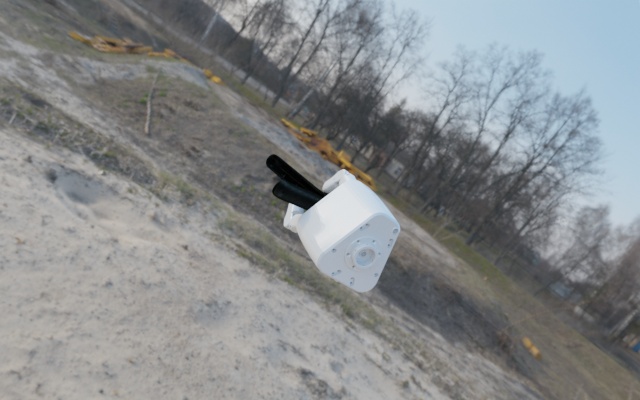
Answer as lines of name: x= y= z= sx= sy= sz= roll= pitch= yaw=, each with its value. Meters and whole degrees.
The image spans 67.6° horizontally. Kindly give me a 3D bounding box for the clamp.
clamp: x=0.001 y=0.002 z=0.745 sx=0.210 sy=0.036 sz=0.164 roll=32 pitch=12 yaw=-26
